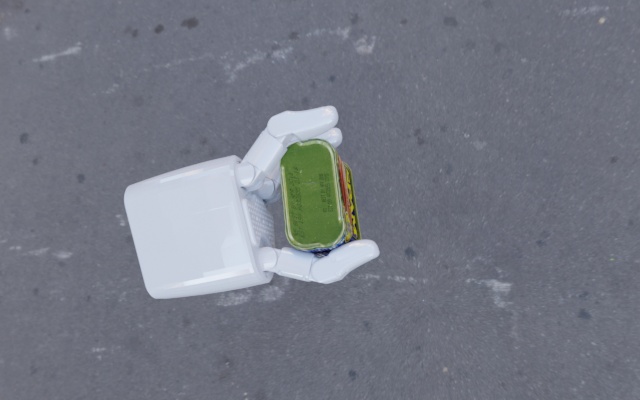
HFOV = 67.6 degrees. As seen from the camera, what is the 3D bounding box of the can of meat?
[{"bbox_3d":[0.000,0.001,0.442,0.057,0.102,0.084,-9,-13,11],"label":"can of meat"}]
